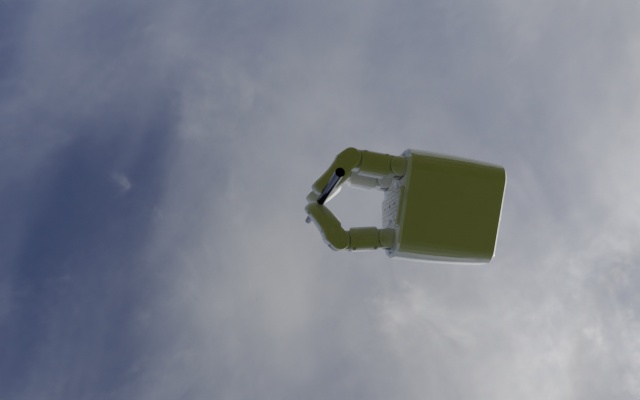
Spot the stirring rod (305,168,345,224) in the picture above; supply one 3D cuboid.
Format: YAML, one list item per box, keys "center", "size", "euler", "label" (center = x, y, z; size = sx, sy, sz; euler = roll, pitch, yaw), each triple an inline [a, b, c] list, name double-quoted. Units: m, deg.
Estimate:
- center: [0.000, 0.002, 0.497]
  size: [0.011, 0.011, 0.239]
  euler: [0, -12, -8]
  label: "stirring rod"
